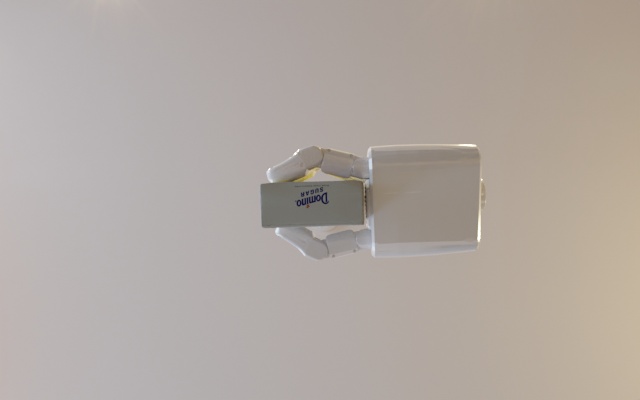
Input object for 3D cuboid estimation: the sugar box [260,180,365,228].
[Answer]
[{"bbox_3d":[0.000,0.001,0.497,0.093,0.048,0.176,-2,-2,5],"label":"sugar box"}]
